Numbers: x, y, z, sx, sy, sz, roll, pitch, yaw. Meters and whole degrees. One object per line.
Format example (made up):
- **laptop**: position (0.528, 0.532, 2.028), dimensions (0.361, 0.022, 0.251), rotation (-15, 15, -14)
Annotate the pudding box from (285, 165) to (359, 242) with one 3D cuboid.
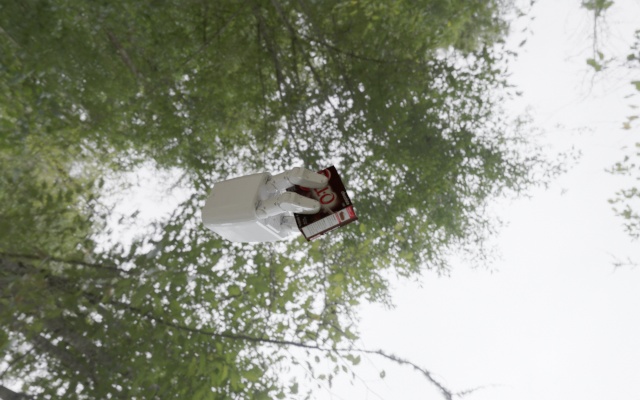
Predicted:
- **pudding box**: position (0.000, 0.003, 0.752), dimensions (0.090, 0.039, 0.113), rotation (-25, 42, 3)
